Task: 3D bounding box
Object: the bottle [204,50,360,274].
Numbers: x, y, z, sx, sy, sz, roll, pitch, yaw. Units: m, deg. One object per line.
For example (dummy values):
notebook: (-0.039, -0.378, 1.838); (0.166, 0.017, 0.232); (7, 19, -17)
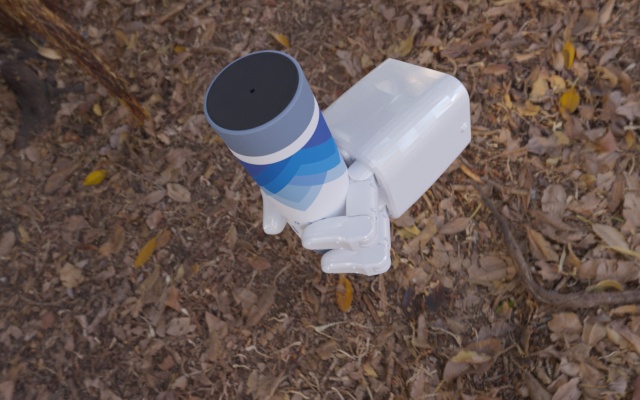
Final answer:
bottle: (0.000, 0.001, 0.416); (0.069, 0.069, 0.296); (0, -28, 19)
